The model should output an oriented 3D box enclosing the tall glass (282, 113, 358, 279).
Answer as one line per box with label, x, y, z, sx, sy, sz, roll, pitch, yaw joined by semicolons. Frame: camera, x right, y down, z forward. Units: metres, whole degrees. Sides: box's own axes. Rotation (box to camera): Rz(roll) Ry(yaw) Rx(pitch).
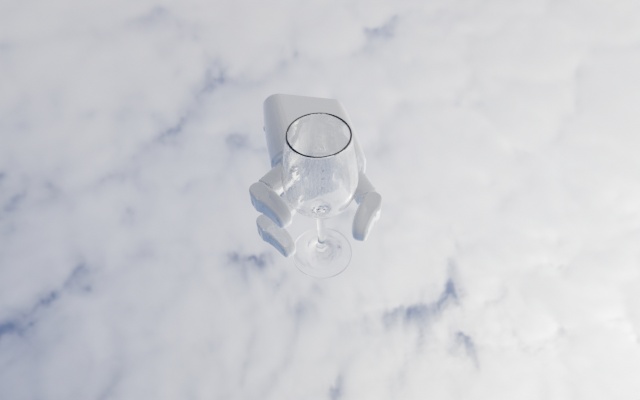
tall glass;0.000;0.002;0.516;0.079;0.079;0.201;0;-39;1
